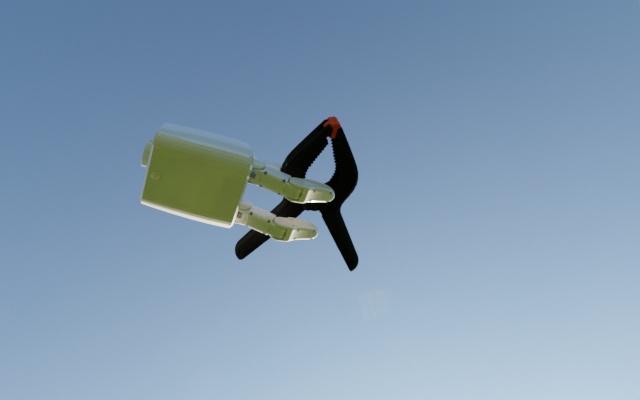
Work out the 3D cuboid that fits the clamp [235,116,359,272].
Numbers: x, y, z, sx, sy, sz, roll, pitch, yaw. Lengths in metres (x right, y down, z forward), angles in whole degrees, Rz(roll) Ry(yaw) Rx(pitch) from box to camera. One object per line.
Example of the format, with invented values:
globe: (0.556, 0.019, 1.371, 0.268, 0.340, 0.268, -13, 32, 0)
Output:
clamp: (0.000, 0.001, 0.591, 0.164, 0.210, 0.036, 14, 26, -18)
